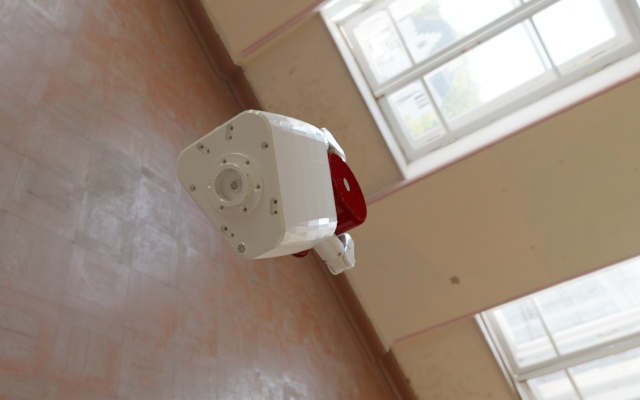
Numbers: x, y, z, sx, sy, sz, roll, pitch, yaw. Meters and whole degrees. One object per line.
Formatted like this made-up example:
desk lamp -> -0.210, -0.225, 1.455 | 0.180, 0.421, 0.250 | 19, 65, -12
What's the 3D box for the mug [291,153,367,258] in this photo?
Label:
mug -> 0.001, 0.002, 0.514 | 0.081, 0.093, 0.117 | -26, -8, 20
